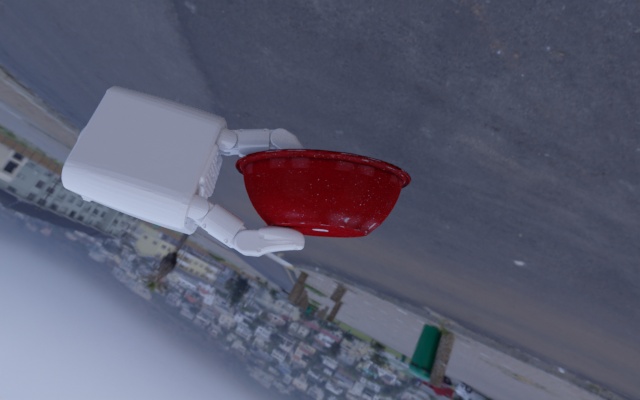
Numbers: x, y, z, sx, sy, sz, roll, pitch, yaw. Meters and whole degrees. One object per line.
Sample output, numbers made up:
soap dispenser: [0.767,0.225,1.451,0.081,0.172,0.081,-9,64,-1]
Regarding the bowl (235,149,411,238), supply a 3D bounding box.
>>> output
bowl: [0.001,0.002,0.438,0.162,0.055,0.162,4,-10,1]
